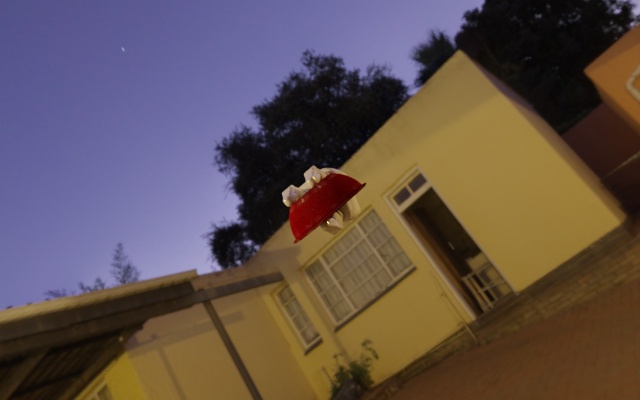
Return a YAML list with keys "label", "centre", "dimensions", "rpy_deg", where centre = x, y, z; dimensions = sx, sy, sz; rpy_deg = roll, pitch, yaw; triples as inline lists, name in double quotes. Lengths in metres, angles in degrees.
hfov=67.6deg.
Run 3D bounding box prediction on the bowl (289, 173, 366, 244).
- label: "bowl"
  centre: [0.000, 0.002, 0.816]
  dimensions: [0.162, 0.055, 0.162]
  rpy_deg: [-40, 1, 1]
